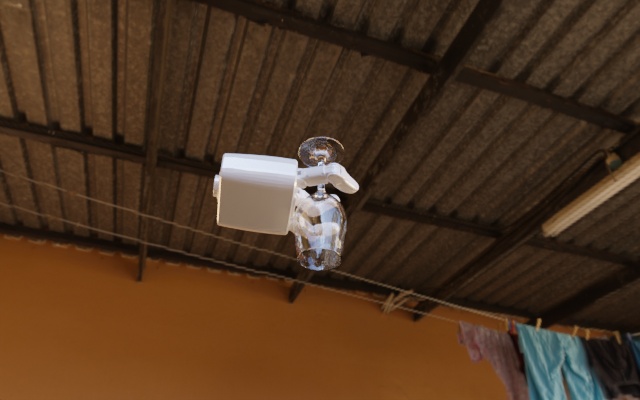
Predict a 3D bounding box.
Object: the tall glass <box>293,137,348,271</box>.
[{"bbox_3d":[0.000,0.002,0.711,0.079,0.200,0.079,0,-37,0],"label":"tall glass"}]
